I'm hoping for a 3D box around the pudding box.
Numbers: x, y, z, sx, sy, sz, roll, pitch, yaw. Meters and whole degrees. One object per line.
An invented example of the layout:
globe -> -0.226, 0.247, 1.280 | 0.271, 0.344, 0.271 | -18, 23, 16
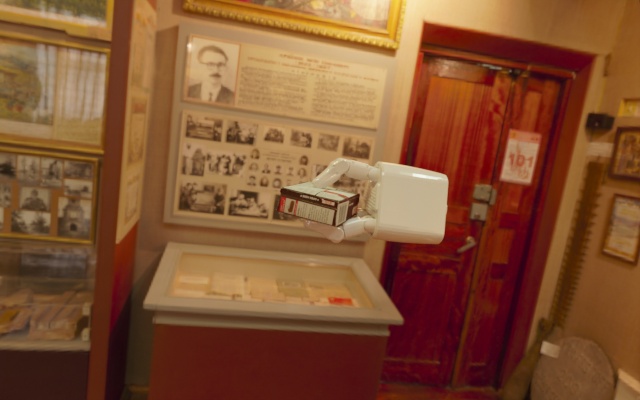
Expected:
pudding box -> 0.000, 0.002, 0.696 | 0.090, 0.039, 0.113 | 13, 9, 18
